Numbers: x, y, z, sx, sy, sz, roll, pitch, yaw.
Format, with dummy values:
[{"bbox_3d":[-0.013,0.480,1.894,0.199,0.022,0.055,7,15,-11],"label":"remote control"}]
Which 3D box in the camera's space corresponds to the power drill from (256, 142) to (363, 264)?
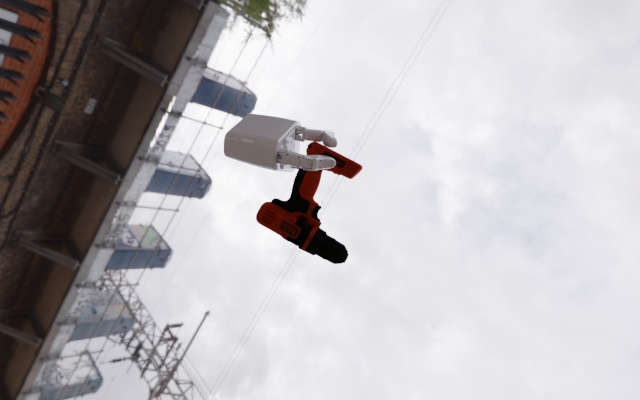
[{"bbox_3d":[0.000,0.002,0.862,0.184,0.187,0.057,29,3,-1],"label":"power drill"}]
